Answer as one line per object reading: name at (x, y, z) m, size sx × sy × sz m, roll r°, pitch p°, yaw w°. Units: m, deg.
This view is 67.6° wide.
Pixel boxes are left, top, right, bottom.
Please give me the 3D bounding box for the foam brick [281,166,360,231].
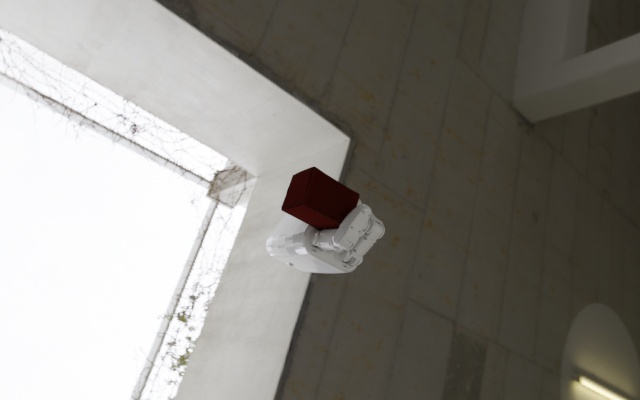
foam brick at (0.000, 0.002, 0.596) m, size 0.078 × 0.053 × 0.051 m, roll 31°, pitch -25°, yaw -29°
